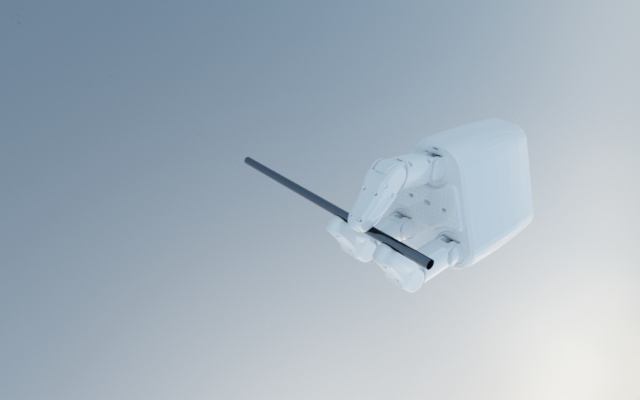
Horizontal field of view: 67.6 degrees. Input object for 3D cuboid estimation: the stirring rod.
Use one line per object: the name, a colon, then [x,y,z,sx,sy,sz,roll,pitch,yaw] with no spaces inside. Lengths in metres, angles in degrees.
stirring rod: [0.000,0.001,0.411,0.011,0.011,0.239,0,21,-42]
